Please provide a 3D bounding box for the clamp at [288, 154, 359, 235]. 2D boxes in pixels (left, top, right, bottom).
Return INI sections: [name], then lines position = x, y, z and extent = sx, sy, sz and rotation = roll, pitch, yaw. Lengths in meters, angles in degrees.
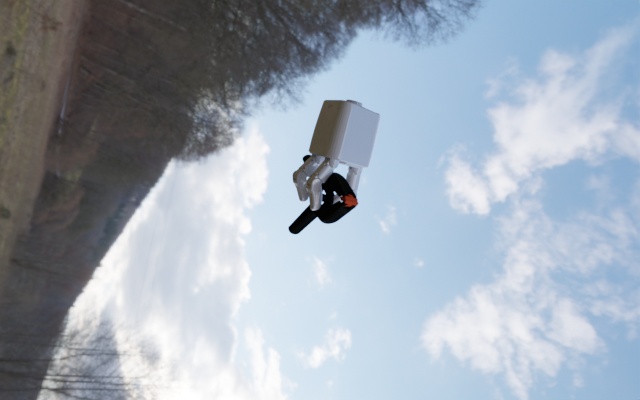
[clamp]
position = 0.001, 0.003, 0.900
extent = 0.036, 0.164, 0.210
rotation = 11, 5, -29
